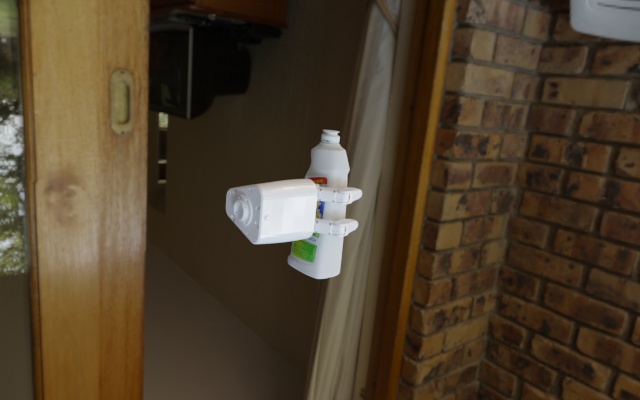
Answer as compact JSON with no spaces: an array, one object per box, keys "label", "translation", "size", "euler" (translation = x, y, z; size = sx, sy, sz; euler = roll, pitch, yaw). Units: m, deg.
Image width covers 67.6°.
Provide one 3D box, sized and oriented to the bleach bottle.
[{"label":"bleach bottle","translation":[0.000,0.003,0.834],"size":[0.068,0.251,0.102],"euler":[-6,17,-40]}]
